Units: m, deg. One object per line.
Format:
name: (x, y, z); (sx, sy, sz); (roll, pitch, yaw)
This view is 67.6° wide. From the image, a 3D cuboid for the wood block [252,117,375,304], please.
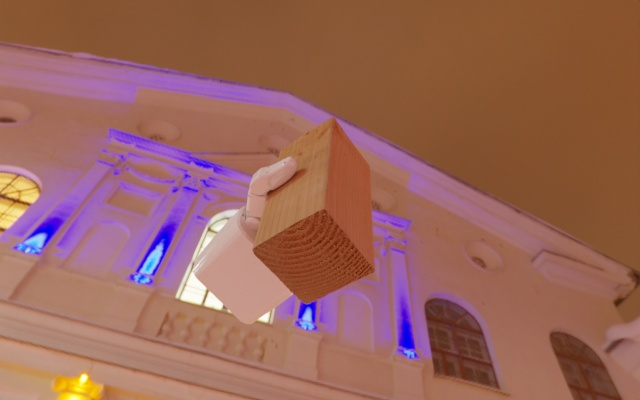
wood block: (0.000, 0.002, 0.544); (0.090, 0.091, 0.206); (-30, 27, 21)
